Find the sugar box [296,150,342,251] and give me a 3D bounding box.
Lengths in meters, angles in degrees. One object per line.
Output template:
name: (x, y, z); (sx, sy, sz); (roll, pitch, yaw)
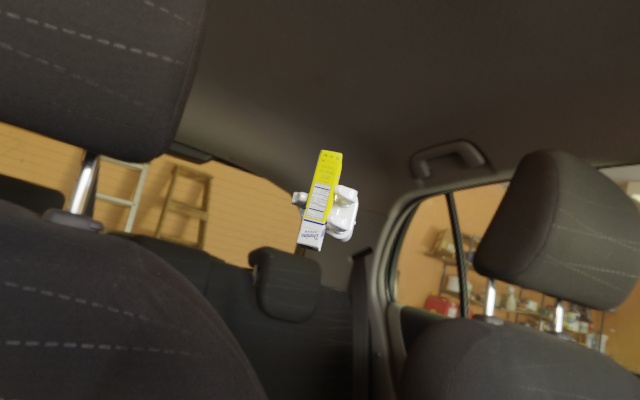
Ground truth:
sugar box: (0.001, 0.003, 0.885); (0.048, 0.176, 0.093); (11, -10, 5)
